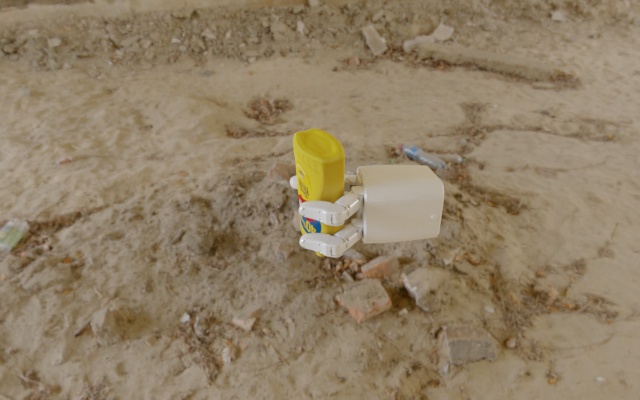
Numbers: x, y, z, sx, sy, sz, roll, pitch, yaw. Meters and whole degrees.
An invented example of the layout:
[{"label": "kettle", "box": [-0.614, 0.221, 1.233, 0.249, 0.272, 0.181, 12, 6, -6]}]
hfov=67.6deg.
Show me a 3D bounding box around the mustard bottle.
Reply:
[{"label": "mustard bottle", "box": [0.000, 0.002, 0.674, 0.058, 0.192, 0.096, -18, 38, -20]}]
